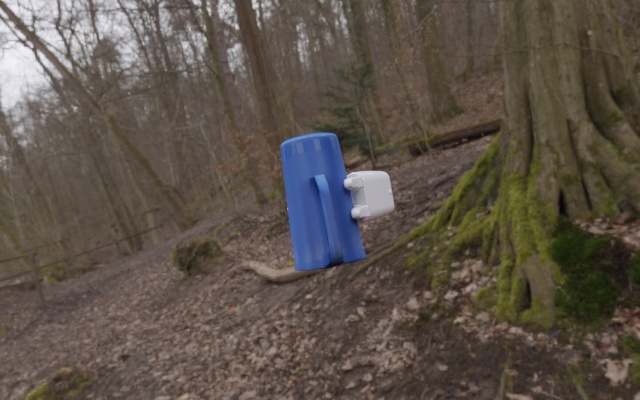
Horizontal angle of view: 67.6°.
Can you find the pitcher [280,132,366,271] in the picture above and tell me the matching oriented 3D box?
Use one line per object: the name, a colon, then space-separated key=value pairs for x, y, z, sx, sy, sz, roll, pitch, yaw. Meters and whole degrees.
pitcher: x=0.000 y=0.003 z=0.872 sx=0.149 sy=0.243 sz=0.145 roll=-11 pitch=-1 yaw=40
